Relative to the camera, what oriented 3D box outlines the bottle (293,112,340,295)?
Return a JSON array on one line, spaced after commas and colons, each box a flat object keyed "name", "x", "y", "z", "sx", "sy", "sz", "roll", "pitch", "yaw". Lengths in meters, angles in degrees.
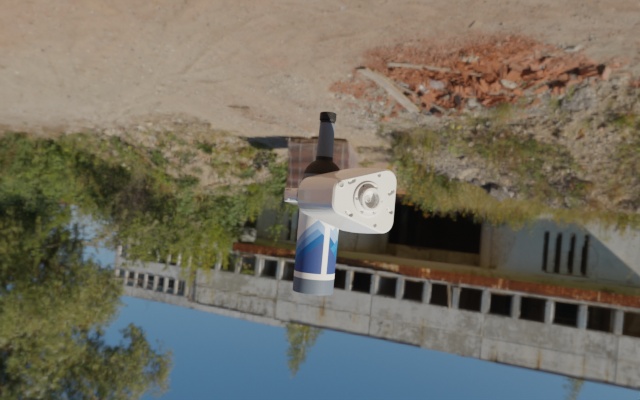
[{"name": "bottle", "x": 0.000, "y": 0.003, "z": 0.784, "sx": 0.069, "sy": 0.295, "sz": 0.069, "roll": 5, "pitch": -1, "yaw": 0}]
